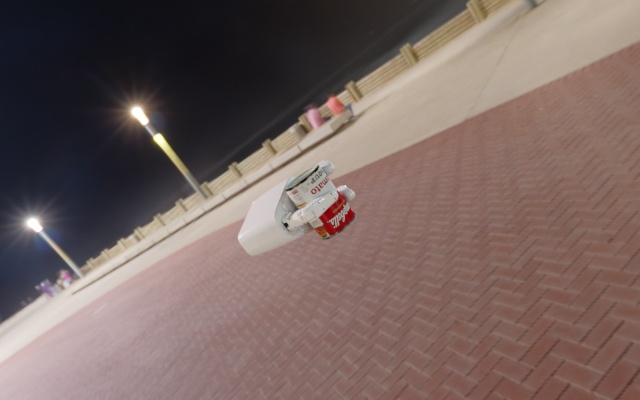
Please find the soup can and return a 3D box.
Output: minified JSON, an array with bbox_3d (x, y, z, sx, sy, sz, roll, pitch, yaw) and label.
[{"bbox_3d":[0.000,0.002,0.756,0.068,0.102,0.068,-35,12,8],"label":"soup can"}]
